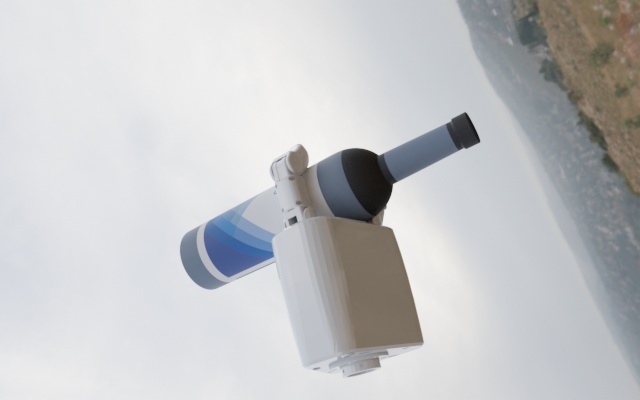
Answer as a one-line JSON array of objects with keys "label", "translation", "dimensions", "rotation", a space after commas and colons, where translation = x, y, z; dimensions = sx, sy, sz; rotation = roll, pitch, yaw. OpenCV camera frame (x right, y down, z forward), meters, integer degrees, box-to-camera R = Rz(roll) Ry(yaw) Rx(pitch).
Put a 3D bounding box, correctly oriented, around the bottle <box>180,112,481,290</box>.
[{"label": "bottle", "translation": [0.000, 0.001, 0.437], "dimensions": [0.296, 0.069, 0.069], "rotation": [-26, -11, 23]}]
